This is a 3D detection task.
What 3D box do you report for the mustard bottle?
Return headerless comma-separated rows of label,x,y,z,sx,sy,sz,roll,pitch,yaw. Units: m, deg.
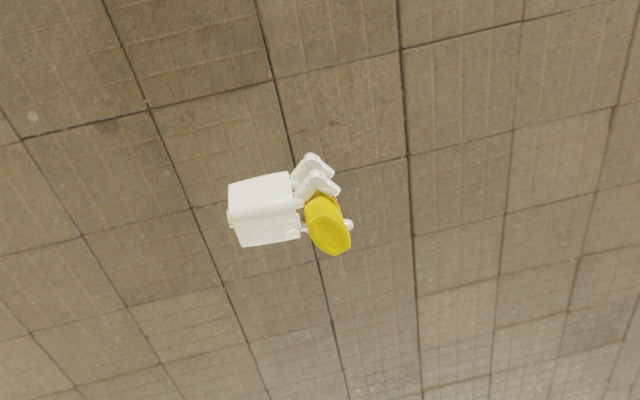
mustard bottle,0.000,0.003,0.831,0.058,0.096,0.191,-31,35,11
